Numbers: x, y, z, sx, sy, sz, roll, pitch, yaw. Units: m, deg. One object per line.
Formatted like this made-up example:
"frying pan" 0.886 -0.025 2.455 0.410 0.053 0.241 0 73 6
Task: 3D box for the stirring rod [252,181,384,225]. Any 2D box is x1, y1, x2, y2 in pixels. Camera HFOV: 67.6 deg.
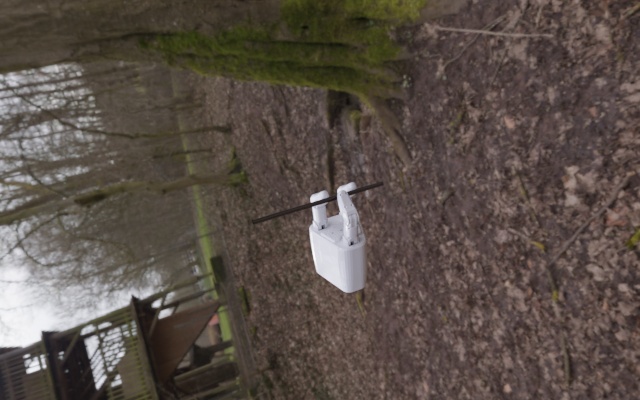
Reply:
"stirring rod" 0.000 0.003 0.812 0.239 0.011 0.011 -17 5 -17
